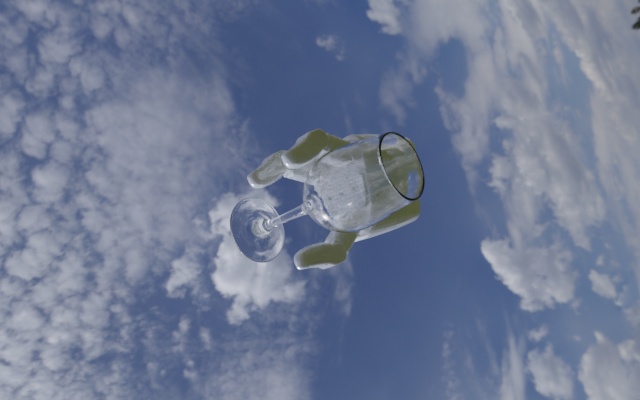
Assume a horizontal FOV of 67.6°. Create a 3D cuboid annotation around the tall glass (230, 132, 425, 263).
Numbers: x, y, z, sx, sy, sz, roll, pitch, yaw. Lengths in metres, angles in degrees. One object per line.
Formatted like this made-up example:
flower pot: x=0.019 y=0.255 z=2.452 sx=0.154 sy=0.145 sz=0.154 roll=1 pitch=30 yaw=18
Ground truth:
tall glass: x=0.000 y=0.002 z=0.462 sx=0.201 sy=0.079 sz=0.079 roll=-24 pitch=-16 yaw=41
